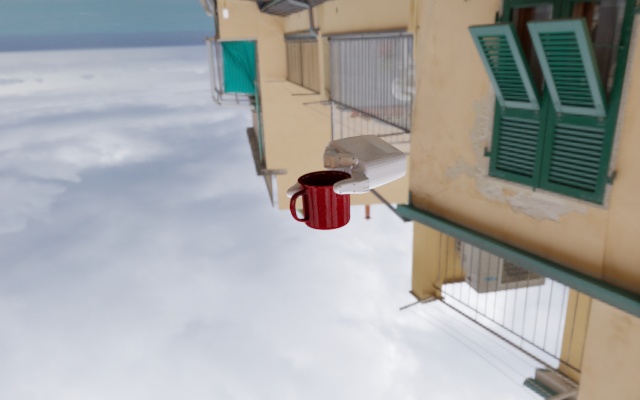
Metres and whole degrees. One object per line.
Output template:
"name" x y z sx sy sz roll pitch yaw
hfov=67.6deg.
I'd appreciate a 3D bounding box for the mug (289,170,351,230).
"mug" -0.001 0.003 0.810 0.117 0.081 0.093 -17 23 -33
